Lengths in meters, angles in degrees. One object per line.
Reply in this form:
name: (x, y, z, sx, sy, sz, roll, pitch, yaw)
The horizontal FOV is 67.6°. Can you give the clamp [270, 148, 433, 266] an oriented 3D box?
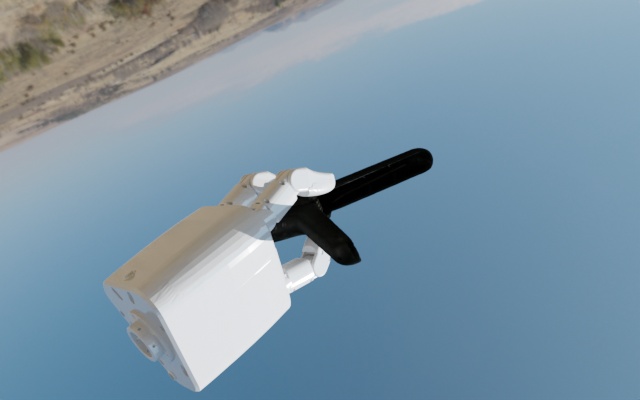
clamp: (0.000, 0.002, 0.472, 0.210, 0.036, 0.164, -2, 30, 47)
